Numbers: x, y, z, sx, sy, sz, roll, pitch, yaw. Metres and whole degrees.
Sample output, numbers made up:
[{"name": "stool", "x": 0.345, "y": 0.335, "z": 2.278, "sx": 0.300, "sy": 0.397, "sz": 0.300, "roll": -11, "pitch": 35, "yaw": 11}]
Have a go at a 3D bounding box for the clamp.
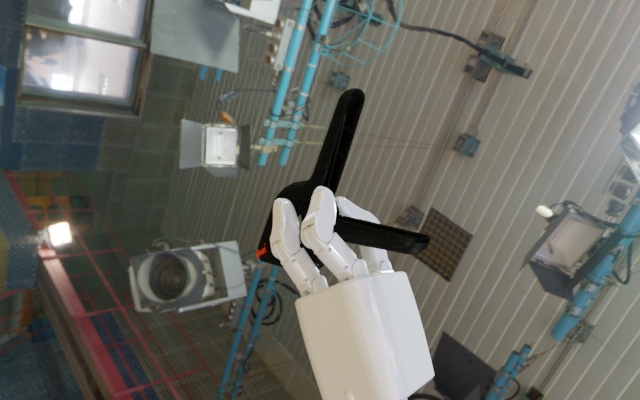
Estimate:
[{"name": "clamp", "x": 0.000, "y": 0.002, "z": 0.478, "sx": 0.036, "sy": 0.164, "sz": 0.210, "roll": 1, "pitch": -23, "yaw": -44}]
